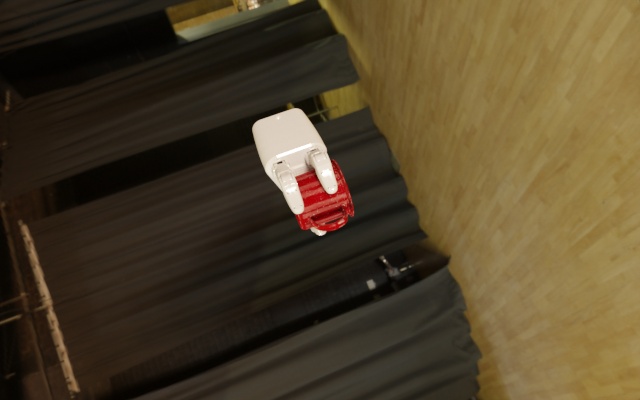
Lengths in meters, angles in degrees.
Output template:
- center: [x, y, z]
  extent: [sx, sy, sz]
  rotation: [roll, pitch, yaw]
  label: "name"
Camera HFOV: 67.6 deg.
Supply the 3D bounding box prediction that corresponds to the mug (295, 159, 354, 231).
- center: [0.000, 0.003, 0.716]
  extent: [0.081, 0.117, 0.093]
  rotation: [-20, -43, -6]
  label: "mug"
